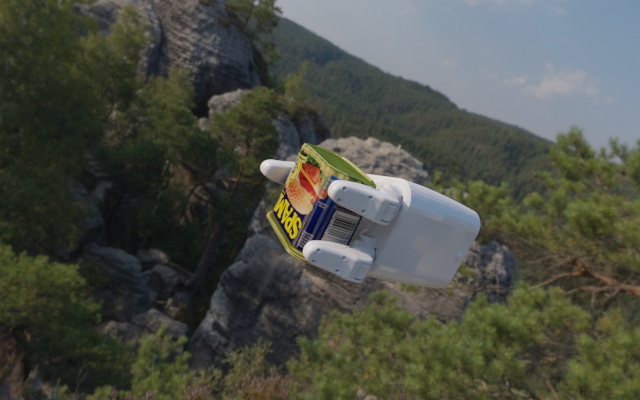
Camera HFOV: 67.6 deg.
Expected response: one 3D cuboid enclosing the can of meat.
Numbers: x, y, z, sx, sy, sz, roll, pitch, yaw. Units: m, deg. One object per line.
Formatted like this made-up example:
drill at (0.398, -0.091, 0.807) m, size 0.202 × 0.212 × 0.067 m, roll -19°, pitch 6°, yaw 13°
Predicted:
can of meat at (0.000, 0.001, 0.442) m, size 0.057 × 0.084 × 0.102 m, roll 19°, pitch 15°, yaw -27°
